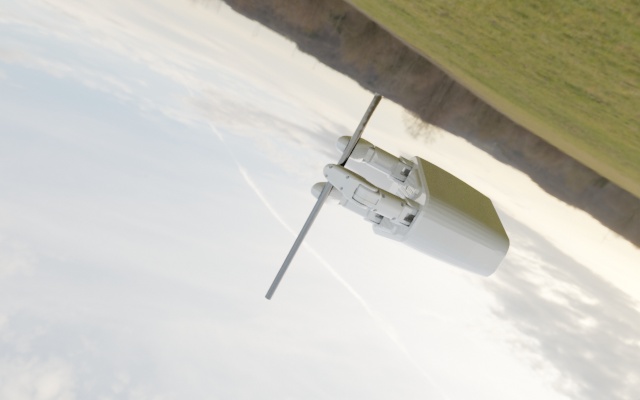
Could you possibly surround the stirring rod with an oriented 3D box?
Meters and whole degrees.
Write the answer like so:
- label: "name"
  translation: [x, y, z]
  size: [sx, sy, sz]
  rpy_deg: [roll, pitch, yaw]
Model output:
- label: "stirring rod"
  translation: [0.000, 0.002, 0.483]
  size: [0.011, 0.239, 0.011]
  rpy_deg: [27, 14, -7]
